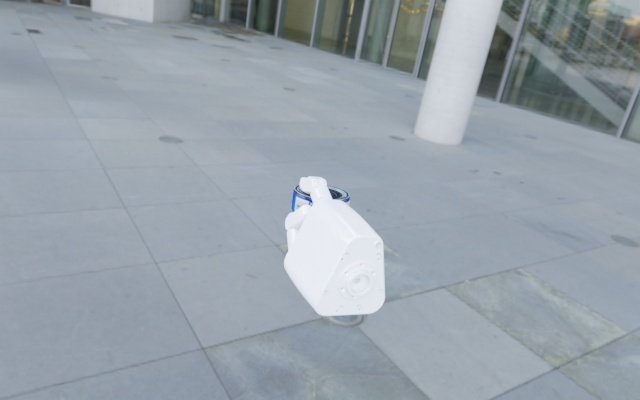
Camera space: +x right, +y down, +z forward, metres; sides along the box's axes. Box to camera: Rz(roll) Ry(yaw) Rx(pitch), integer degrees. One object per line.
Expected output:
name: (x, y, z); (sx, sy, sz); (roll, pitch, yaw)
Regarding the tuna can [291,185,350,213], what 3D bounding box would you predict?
tuna can: (0.000, 0.002, 0.706); (0.086, 0.034, 0.086); (7, 16, -2)
